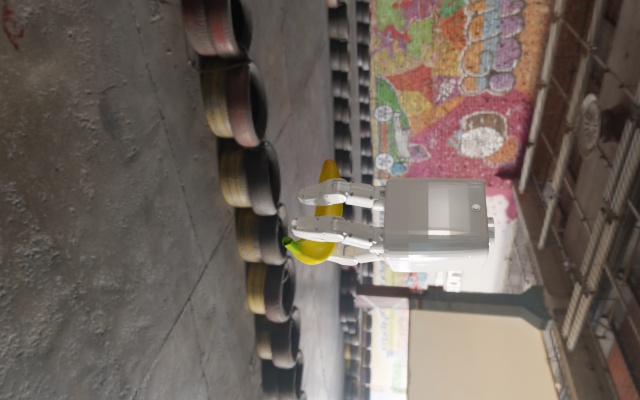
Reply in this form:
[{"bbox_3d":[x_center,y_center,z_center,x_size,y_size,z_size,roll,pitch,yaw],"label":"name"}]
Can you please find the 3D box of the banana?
[{"bbox_3d":[0.003,0.020,0.592,0.037,0.070,0.197,-4,30,17],"label":"banana"}]
